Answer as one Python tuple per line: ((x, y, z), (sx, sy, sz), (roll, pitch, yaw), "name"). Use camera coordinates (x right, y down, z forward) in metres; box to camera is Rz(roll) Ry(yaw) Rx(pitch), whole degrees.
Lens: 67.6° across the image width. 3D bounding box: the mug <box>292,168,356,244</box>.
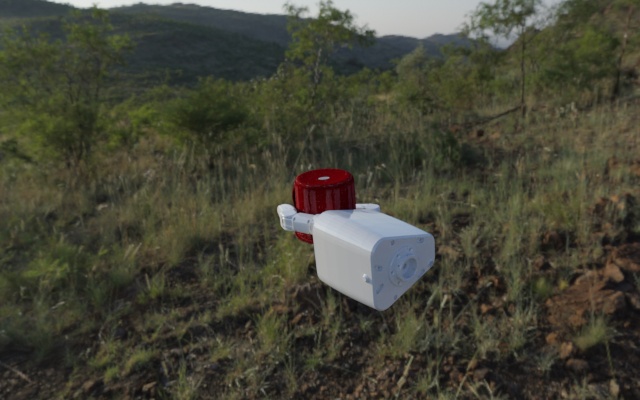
((-0.001, 0.002, 0.670), (0.093, 0.081, 0.117), (-19, 25, -34), "mug")
